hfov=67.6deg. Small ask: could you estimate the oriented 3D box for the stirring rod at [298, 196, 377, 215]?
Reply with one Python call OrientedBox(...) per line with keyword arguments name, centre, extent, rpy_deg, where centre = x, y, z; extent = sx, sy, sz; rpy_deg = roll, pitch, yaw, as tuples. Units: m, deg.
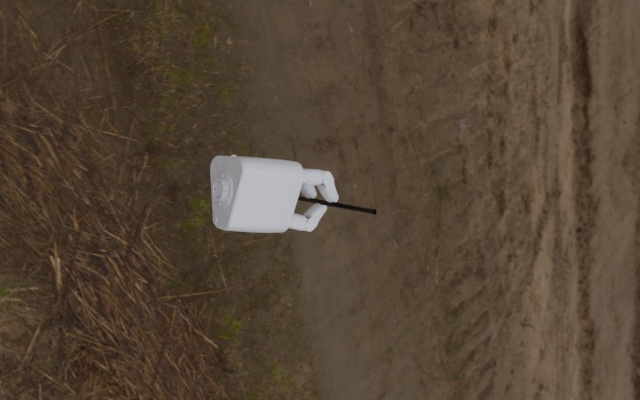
OrientedBox(name="stirring rod", centre=(0.000, 0.003, 0.789), extent=(0.011, 0.011, 0.239), rpy_deg=(0, 7, -42))
